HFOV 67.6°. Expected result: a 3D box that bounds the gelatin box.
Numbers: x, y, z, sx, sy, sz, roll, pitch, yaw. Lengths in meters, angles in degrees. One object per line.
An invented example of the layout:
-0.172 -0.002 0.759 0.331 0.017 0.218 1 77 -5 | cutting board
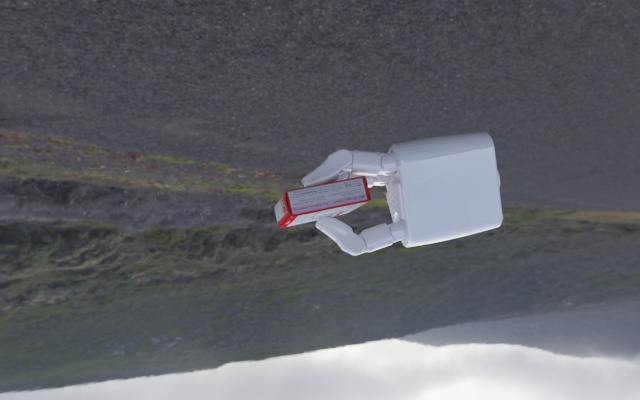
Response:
0.000 0.002 0.510 0.089 0.030 0.073 -12 -8 -16 | gelatin box
